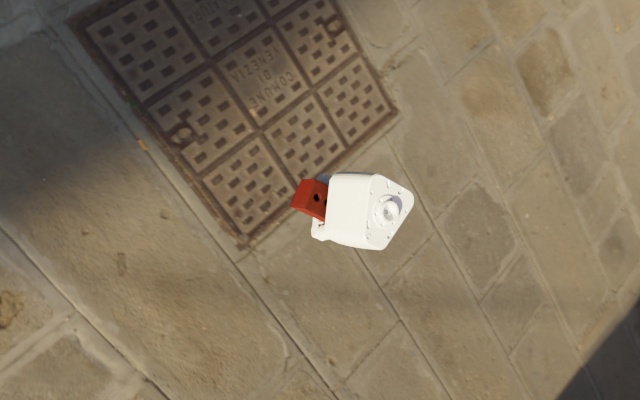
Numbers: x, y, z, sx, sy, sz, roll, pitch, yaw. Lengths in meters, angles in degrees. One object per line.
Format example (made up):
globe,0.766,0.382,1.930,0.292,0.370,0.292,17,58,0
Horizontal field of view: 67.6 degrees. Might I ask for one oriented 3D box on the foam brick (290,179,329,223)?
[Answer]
foam brick,0.000,0.003,0.796,0.078,0.053,0.051,26,-10,-28
